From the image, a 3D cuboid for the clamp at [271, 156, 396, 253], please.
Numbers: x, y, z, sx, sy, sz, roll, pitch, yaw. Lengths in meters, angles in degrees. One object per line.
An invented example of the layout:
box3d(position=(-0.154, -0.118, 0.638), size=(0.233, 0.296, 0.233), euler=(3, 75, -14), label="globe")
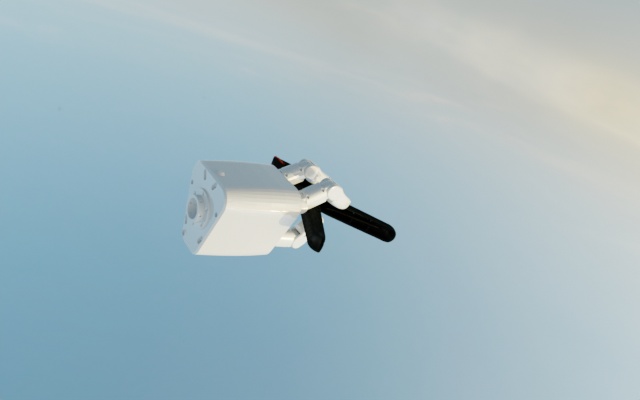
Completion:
box3d(position=(-0.001, 0.003, 0.677), size=(0.164, 0.036, 0.210), euler=(5, 30, -42), label="clamp")
